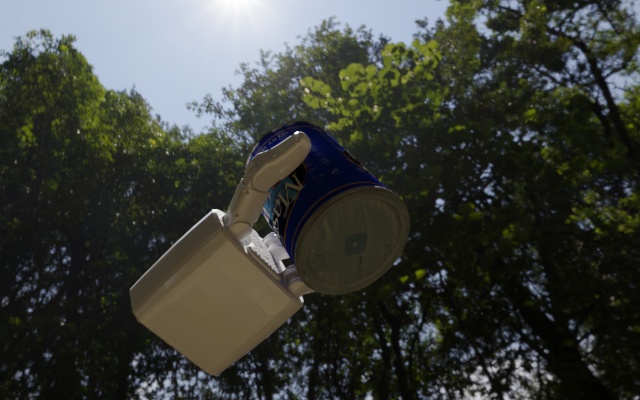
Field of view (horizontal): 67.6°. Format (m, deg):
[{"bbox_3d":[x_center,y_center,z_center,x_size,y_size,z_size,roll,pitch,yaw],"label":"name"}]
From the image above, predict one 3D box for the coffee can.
[{"bbox_3d":[0.000,0.001,0.435,0.103,0.103,0.140,0,30,-28],"label":"coffee can"}]
